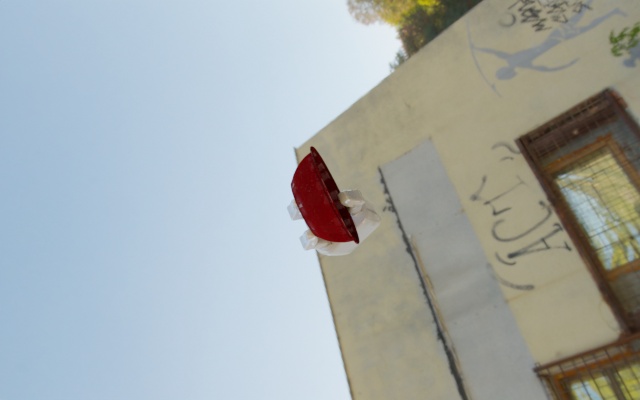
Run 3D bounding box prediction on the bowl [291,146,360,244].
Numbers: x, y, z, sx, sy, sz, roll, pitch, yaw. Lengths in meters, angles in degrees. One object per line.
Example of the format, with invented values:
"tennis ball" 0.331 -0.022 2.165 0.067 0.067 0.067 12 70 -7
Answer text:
"bowl" -0.001 0.002 0.714 0.055 0.162 0.162 -26 -3 7
